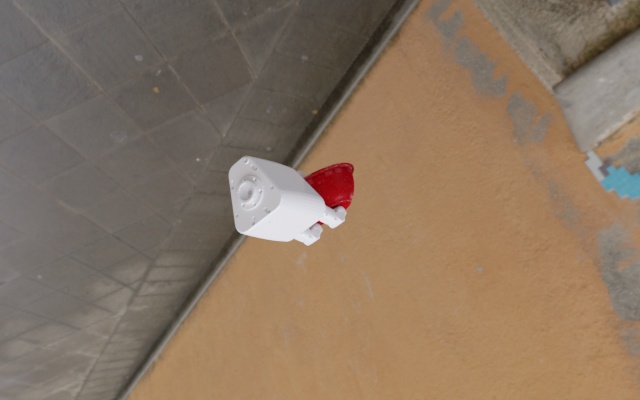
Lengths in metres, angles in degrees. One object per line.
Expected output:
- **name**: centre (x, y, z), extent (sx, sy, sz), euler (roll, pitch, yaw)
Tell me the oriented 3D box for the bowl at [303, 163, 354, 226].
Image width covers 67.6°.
- **bowl**: centre (0.001, 0.003, 0.827), extent (0.162, 0.055, 0.162), euler (-28, -16, -8)
